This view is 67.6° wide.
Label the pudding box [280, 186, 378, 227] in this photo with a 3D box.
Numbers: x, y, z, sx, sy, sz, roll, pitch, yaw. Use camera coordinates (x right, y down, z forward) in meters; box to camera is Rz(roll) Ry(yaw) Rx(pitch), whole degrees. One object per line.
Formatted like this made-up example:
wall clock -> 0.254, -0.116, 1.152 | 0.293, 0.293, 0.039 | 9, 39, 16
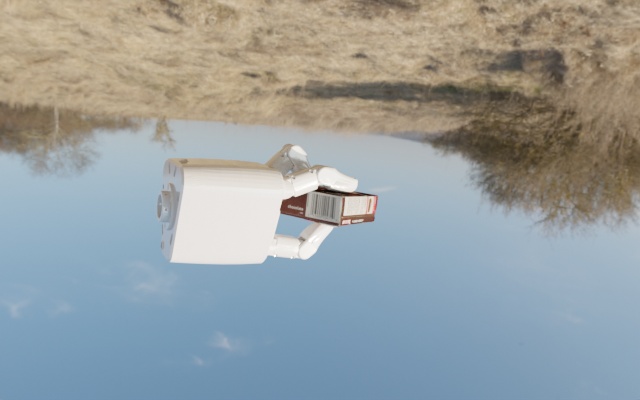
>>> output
pudding box -> 0.000, 0.002, 0.585 | 0.113, 0.039, 0.090 | 13, 9, 31
